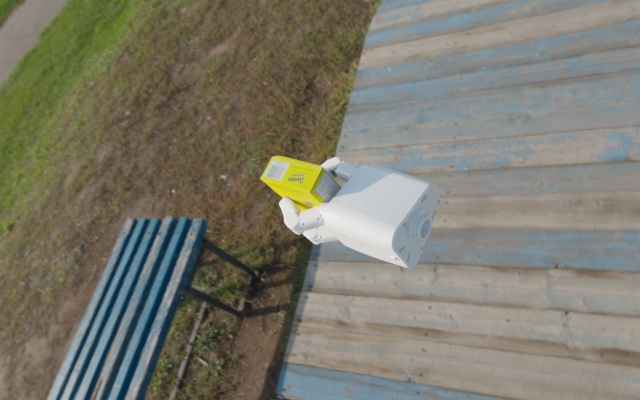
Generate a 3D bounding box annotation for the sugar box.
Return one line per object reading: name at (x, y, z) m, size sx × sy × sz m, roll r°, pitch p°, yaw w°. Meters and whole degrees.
sugar box at (0.000, 0.003, 0.695) m, size 0.093 × 0.048 × 0.176 m, roll 16°, pitch -19°, yaw 37°
